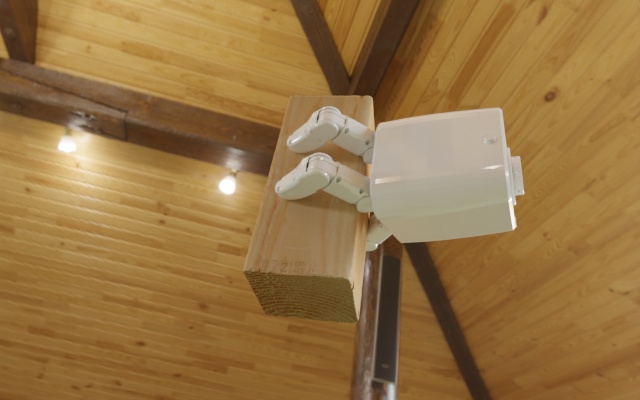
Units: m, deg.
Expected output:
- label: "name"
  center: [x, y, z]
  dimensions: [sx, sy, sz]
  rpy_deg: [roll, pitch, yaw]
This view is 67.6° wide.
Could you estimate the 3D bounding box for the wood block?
- label: "wood block"
  center: [0.001, 0.002, 0.464]
  dimensions: [0.090, 0.206, 0.091]
  rpy_deg: [2, -36, 11]
